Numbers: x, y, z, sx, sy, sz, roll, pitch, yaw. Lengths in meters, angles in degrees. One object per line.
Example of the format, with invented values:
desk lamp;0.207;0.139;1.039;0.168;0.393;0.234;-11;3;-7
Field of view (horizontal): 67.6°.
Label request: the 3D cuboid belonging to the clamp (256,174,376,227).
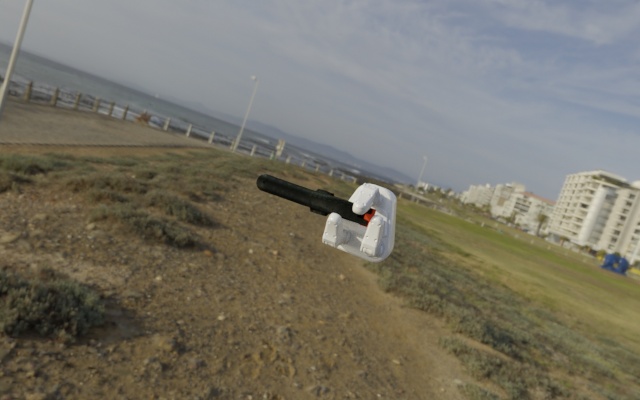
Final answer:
clamp;0.000;0.002;0.705;0.171;0.039;0.120;21;5;14
